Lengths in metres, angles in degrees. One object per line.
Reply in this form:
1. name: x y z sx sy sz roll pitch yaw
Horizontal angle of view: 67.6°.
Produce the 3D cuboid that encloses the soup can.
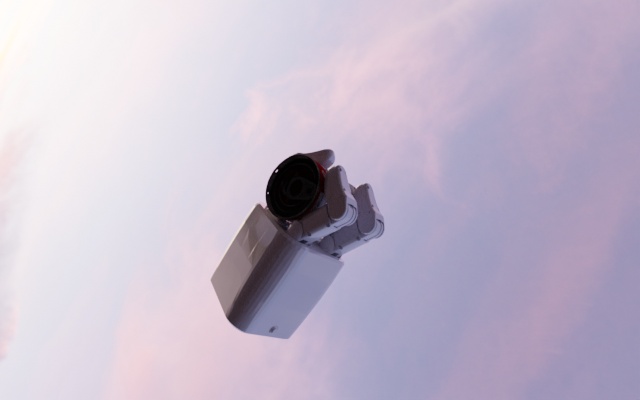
1. soup can: 0.000 0.001 0.510 0.068 0.068 0.102 0 -18 37
